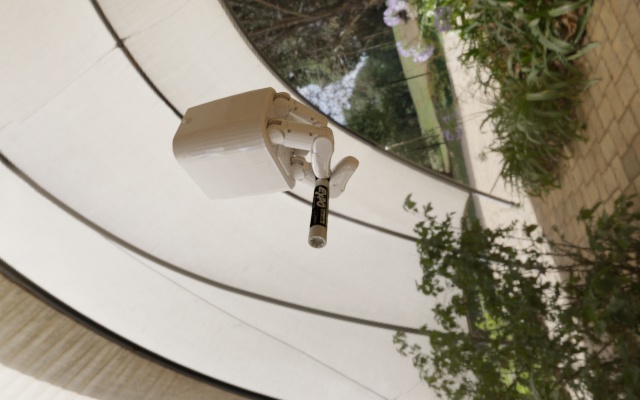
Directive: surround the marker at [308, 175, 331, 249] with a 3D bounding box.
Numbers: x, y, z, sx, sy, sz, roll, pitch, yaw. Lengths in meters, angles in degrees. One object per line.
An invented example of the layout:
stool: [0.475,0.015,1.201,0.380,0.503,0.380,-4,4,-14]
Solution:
marker: [0.000,0.002,0.508,0.020,0.020,0.121,0,41,4]
